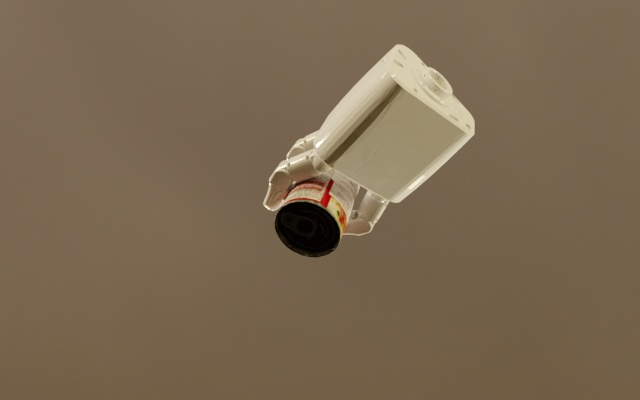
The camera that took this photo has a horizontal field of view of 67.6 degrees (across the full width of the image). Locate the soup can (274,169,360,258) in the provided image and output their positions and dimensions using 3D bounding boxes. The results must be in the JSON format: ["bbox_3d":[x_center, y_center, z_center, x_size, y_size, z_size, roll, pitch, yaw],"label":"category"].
[{"bbox_3d":[0.000,0.002,0.504,0.068,0.068,0.102,0,33,18],"label":"soup can"}]
